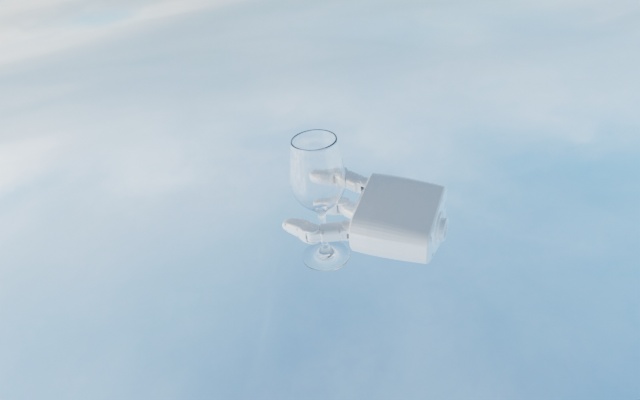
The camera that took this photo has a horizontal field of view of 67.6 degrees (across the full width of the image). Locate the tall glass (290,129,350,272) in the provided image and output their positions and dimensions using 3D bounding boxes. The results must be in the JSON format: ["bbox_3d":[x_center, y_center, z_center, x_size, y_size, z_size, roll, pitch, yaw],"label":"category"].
[{"bbox_3d":[0.000,0.003,0.681,0.079,0.201,0.079,-5,34,3],"label":"tall glass"}]
